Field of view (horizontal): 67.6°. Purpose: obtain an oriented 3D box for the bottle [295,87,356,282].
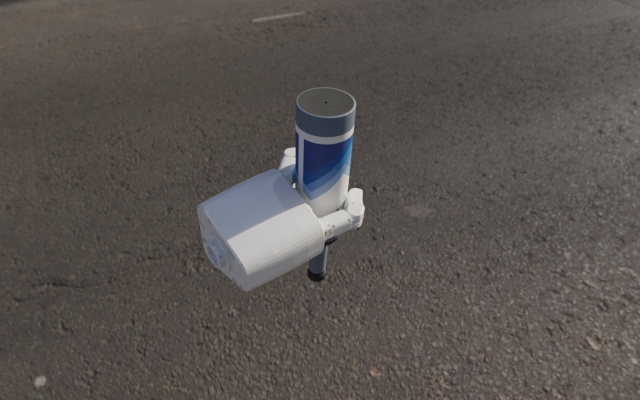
[{"bbox_3d":[0.000,0.002,0.620,0.069,0.296,0.069,2,42,-2],"label":"bottle"}]
